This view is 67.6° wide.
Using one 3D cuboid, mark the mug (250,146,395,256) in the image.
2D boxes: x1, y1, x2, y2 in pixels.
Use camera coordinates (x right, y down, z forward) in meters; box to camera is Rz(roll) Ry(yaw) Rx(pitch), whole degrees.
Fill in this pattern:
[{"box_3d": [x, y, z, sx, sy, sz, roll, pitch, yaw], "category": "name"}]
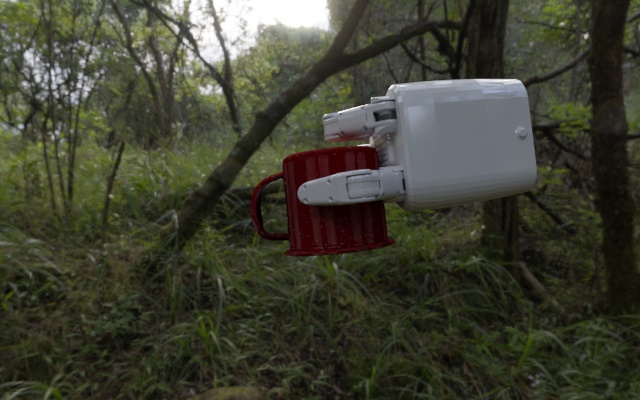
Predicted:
[{"box_3d": [-0.001, 0.001, 0.400, 0.117, 0.081, 0.093, -6, -1, -6], "category": "mug"}]
